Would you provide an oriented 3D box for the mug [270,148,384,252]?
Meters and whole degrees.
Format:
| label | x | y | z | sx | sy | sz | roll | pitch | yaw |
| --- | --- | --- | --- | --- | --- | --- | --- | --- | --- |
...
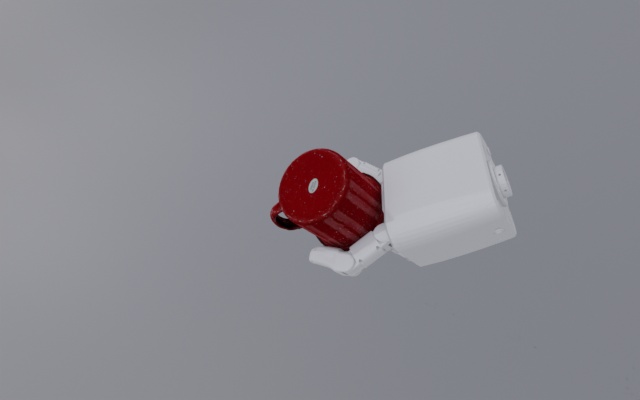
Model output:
| label | x | y | z | sx | sy | sz | roll | pitch | yaw |
| --- | --- | --- | --- | --- | --- | --- | --- | --- | --- |
| mug | -0.001 | 0.002 | 0.500 | 0.117 | 0.093 | 0.081 | -20 | -30 | 24 |
